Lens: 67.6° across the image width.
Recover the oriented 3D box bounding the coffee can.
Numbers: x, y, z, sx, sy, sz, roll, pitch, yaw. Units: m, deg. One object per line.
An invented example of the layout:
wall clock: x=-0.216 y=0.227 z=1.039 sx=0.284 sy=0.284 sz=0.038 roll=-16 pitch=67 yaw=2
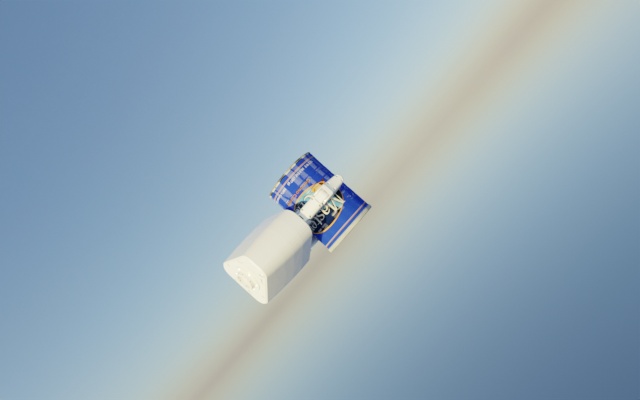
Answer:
coffee can: x=0.000 y=0.003 z=0.802 sx=0.140 sy=0.103 sz=0.103 roll=41 pitch=4 yaw=5
